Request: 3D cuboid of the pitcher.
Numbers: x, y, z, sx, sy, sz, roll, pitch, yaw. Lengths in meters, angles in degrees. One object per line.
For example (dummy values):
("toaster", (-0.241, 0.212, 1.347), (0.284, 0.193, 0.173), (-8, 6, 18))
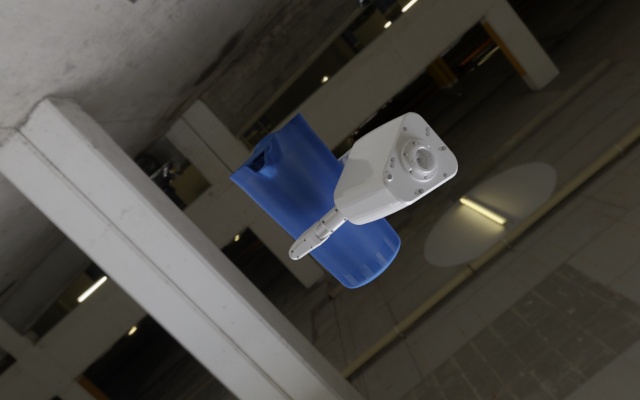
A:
("pitcher", (0.000, 0.002, 0.689), (0.149, 0.243, 0.145), (-48, 11, -30))
